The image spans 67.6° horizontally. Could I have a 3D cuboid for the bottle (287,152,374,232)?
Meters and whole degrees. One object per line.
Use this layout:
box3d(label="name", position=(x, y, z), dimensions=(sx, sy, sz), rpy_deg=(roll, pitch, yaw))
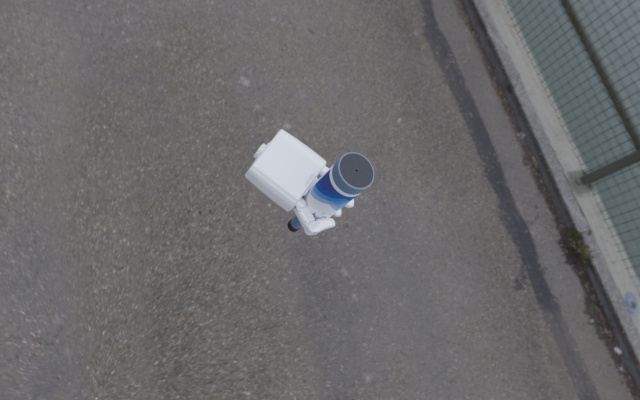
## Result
box3d(label="bottle", position=(0.000, 0.003, 0.899), dimensions=(0.069, 0.069, 0.296), rpy_deg=(0, -21, -25))
